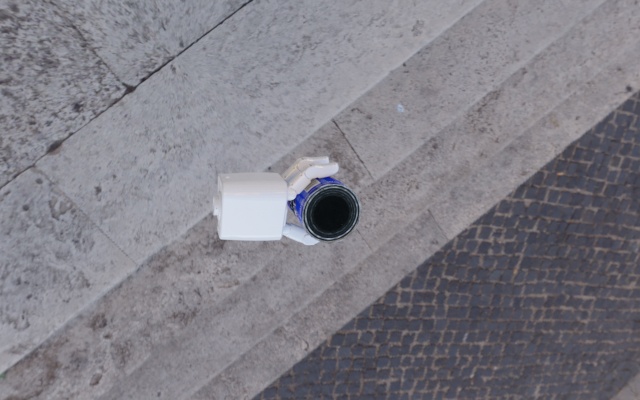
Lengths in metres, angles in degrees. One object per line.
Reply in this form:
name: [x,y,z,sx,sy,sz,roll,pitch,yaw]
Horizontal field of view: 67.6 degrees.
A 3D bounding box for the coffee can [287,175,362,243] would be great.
coffee can: [0.000,0.003,0.842,0.103,0.103,0.140,0,16,-17]
